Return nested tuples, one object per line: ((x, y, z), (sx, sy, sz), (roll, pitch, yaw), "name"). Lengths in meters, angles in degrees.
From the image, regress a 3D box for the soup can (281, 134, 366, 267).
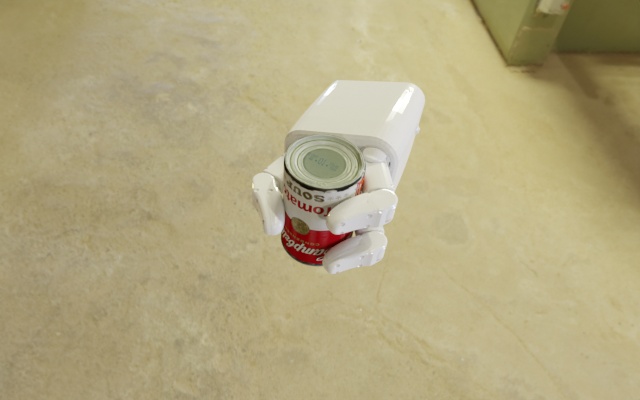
((0.000, 0.001, 0.418), (0.068, 0.068, 0.102), (0, -42, -6), "soup can")
